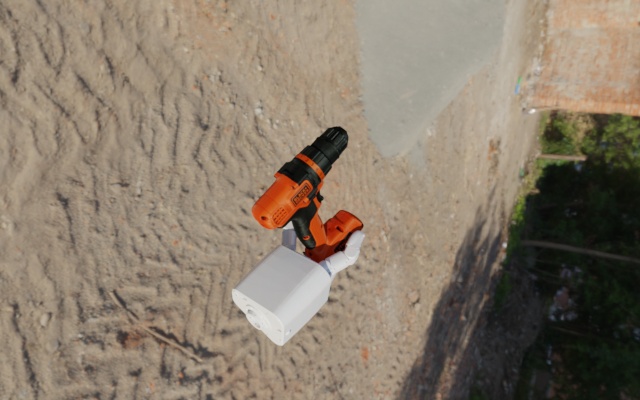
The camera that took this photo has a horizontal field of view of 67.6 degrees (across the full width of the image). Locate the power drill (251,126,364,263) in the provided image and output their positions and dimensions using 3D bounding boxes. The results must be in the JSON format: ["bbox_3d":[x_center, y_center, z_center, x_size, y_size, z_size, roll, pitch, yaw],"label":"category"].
[{"bbox_3d":[0.000,0.003,0.729,0.057,0.184,0.188,32,-17,43],"label":"power drill"}]
